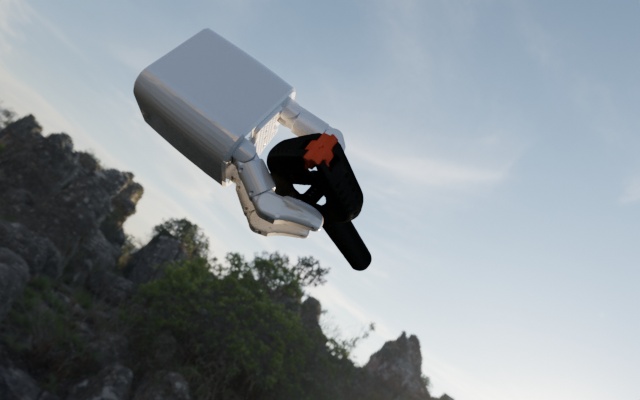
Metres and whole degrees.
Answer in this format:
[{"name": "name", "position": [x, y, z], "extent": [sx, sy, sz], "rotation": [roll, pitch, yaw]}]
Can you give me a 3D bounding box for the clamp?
[{"name": "clamp", "position": [0.000, 0.001, 0.446], "extent": [0.164, 0.036, 0.210], "rotation": [36, -18, 1]}]
